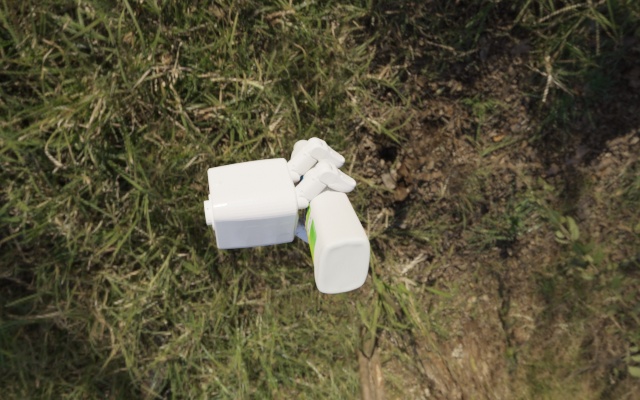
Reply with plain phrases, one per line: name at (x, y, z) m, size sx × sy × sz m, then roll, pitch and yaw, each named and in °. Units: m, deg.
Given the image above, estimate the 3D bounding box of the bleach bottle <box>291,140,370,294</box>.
bleach bottle at (0.000, 0.002, 0.674) m, size 0.068 × 0.103 × 0.250 m, roll -7°, pitch 41°, yaw -12°
